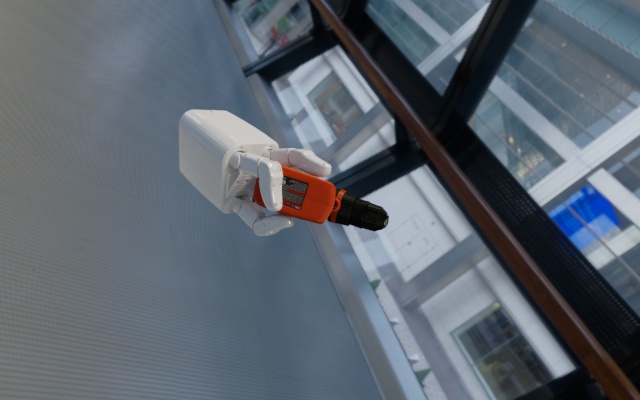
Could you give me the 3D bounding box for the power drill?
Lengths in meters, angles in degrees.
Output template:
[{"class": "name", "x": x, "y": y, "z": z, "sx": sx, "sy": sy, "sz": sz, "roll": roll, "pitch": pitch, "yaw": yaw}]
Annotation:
[{"class": "power drill", "x": 0.000, "y": 0.002, "z": 0.665, "sx": 0.184, "sy": 0.057, "sz": 0.187, "roll": 16, "pitch": -1, "yaw": 13}]
